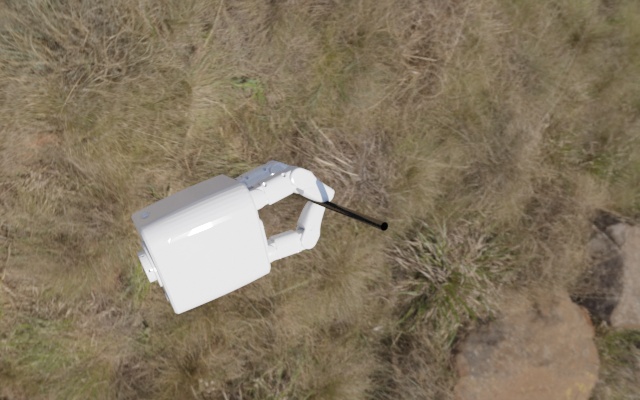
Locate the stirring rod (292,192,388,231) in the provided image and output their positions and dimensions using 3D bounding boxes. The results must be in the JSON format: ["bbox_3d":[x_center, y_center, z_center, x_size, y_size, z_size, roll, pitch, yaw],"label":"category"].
[{"bbox_3d":[0.000,0.002,0.522,0.011,0.011,0.239,0,10,-28],"label":"stirring rod"}]
